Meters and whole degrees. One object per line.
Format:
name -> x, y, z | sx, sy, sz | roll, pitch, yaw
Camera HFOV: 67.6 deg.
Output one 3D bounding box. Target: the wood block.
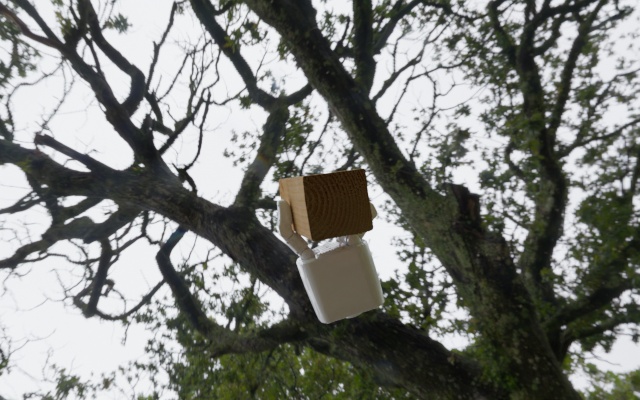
wood block -> 0.000, 0.003, 0.738 | 0.091, 0.090, 0.206 | -9, 3, -14
